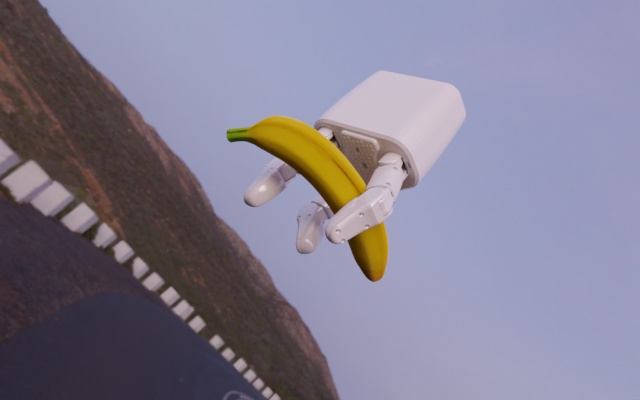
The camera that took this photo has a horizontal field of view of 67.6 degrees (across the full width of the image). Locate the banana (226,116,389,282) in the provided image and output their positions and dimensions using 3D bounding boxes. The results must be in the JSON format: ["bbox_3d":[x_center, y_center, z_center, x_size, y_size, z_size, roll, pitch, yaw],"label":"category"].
[{"bbox_3d":[0.009,-0.007,0.420,0.070,0.198,0.037,-29,18,49],"label":"banana"}]
